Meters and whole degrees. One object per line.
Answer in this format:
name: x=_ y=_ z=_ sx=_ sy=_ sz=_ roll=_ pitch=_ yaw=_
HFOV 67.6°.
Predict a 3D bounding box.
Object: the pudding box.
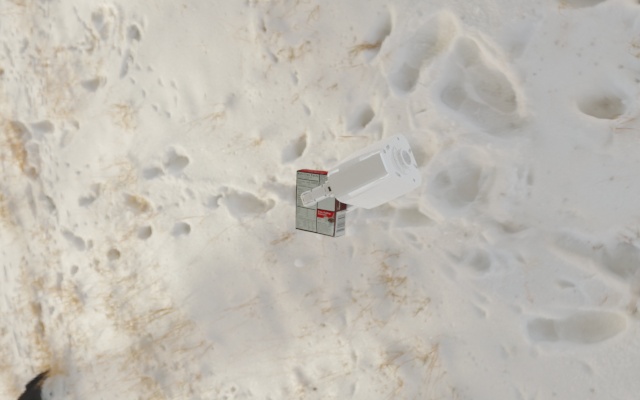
pudding box: x=0.000 y=0.003 z=0.852 sx=0.090 sy=0.113 sz=0.039 roll=10 pitch=12 yaw=35
